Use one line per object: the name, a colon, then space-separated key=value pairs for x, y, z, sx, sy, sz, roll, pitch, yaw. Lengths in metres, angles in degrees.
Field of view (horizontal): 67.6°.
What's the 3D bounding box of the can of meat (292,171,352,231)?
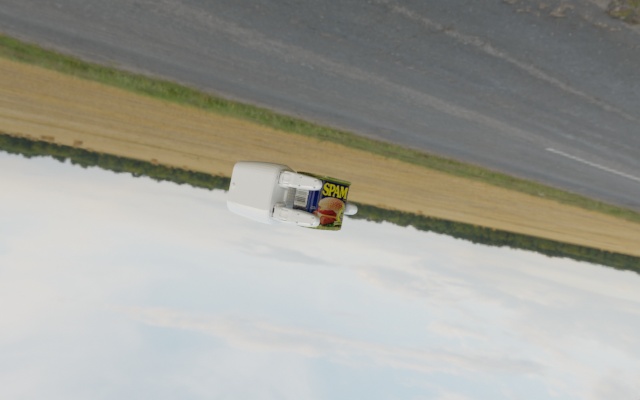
can of meat: x=0.000 y=0.003 z=0.768 sx=0.057 sy=0.084 sz=0.102 roll=12 pitch=1 yaw=35
